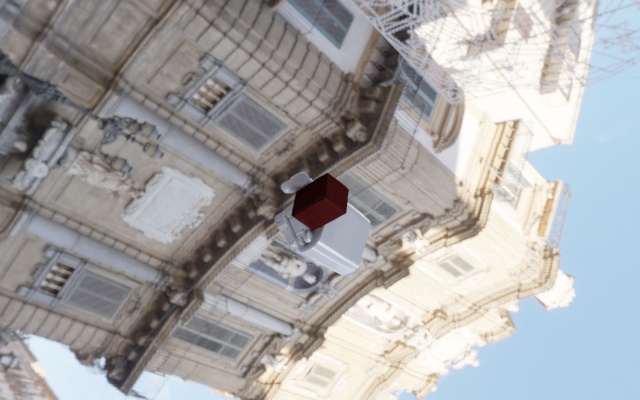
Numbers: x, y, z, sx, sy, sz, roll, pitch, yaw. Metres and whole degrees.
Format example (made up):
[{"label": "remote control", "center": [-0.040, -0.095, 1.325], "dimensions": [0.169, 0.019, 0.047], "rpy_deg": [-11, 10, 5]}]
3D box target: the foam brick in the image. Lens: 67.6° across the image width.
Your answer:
[{"label": "foam brick", "center": [0.000, 0.002, 0.763], "dimensions": [0.051, 0.053, 0.078], "rpy_deg": [36, -46, -29]}]
